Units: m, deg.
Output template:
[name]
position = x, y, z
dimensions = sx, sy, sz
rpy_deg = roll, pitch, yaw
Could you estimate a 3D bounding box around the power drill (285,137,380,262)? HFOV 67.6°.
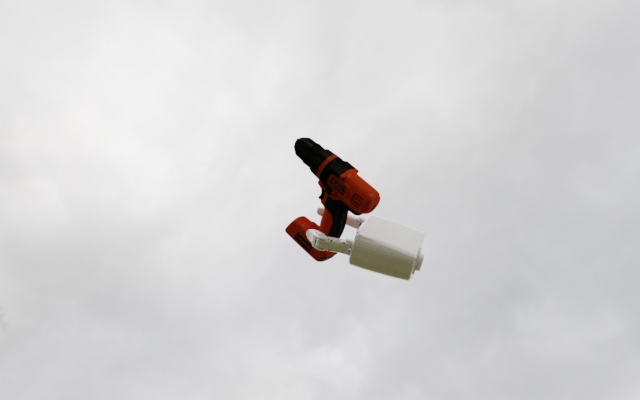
[power drill]
position = 0.000, 0.003, 0.847
dimensions = 0.184, 0.188, 0.057
rpy_deg = 42, 41, 22
